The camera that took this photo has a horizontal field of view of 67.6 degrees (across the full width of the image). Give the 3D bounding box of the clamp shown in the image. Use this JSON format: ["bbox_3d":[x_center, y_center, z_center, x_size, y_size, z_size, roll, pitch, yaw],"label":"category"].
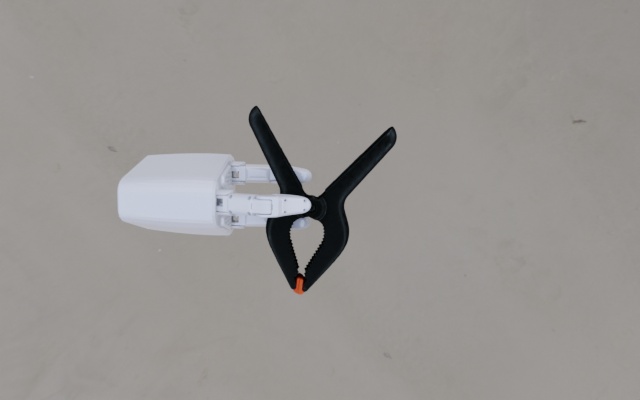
[{"bbox_3d":[0.000,0.002,0.539,0.164,0.210,0.036,2,7,1],"label":"clamp"}]
